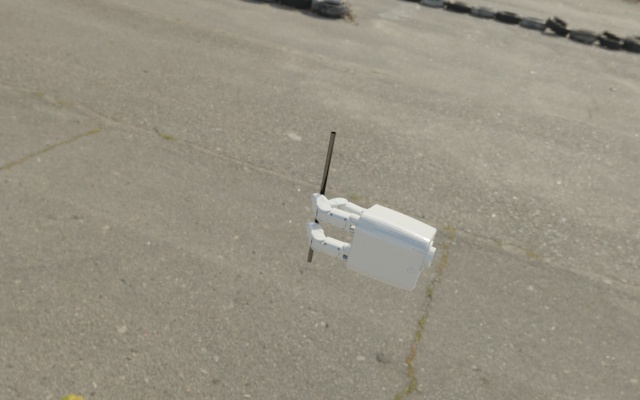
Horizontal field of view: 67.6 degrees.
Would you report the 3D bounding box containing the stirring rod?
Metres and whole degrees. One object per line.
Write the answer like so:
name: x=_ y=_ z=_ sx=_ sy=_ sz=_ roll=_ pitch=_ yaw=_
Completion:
stirring rod: x=0.000 y=0.003 z=0.761 sx=0.011 sy=0.240 sz=0.011 roll=8 pitch=31 yaw=-5
